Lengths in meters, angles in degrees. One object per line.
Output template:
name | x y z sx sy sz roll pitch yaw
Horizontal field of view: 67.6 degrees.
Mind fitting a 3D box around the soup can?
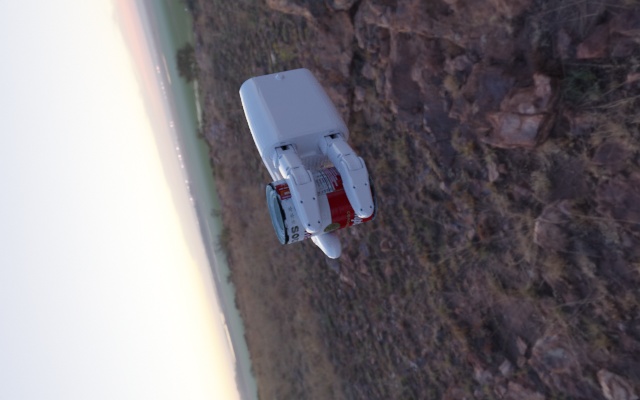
soup can | 0.000 0.002 0.508 0.102 0.068 0.068 -15 4 -15
